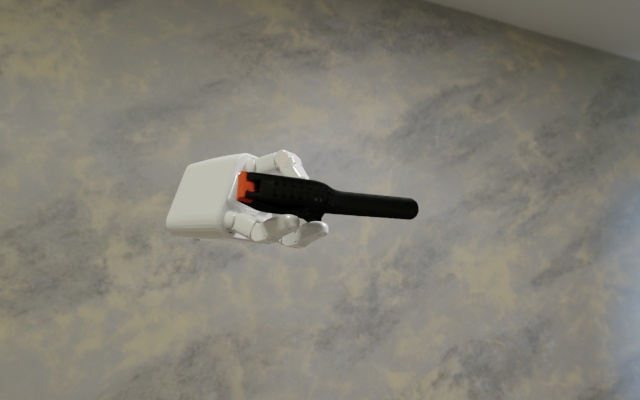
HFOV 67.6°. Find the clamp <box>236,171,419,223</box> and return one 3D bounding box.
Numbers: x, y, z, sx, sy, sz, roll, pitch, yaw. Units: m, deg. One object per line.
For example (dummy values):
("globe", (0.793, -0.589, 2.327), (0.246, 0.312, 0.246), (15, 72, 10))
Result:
("clamp", (0.000, 0.001, 0.532), (0.164, 0.036, 0.210), (-7, -15, 35))
